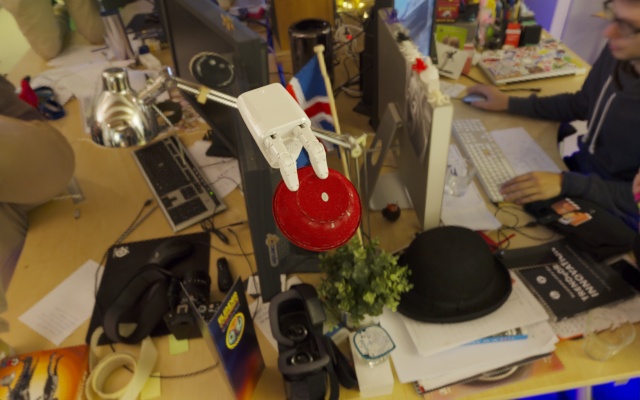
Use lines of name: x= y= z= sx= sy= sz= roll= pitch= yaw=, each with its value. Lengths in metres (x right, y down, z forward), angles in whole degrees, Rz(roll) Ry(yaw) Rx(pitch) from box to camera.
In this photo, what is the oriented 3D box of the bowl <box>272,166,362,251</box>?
bowl: x=0.001 y=0.004 z=0.820 sx=0.162 sy=0.162 sz=0.055 roll=0 pitch=-20 yaw=-12
